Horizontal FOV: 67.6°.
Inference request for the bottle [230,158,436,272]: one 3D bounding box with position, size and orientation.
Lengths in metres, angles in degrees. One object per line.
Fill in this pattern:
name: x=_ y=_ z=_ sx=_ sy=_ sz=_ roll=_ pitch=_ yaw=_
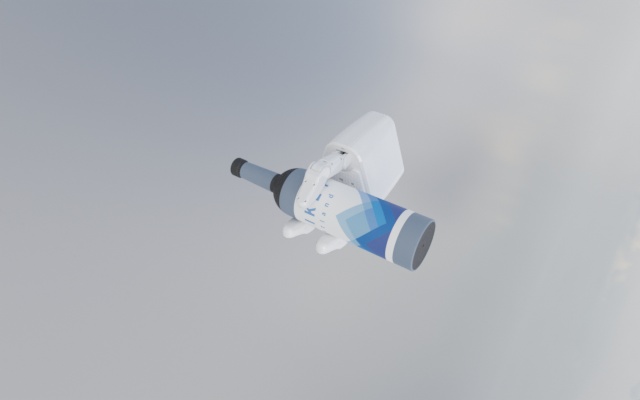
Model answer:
bottle: x=0.000 y=0.002 z=0.626 sx=0.295 sy=0.069 sz=0.069 roll=23 pitch=10 yaw=26
